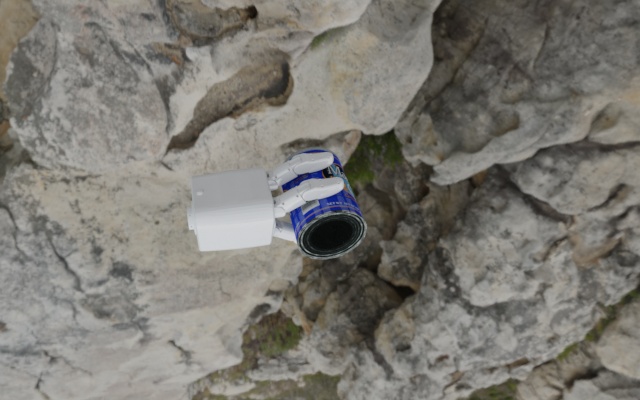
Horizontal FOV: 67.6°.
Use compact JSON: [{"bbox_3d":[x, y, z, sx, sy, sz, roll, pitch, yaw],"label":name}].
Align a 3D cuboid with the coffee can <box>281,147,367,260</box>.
[{"bbox_3d":[0.000,0.002,0.719,0.103,0.140,0.103,-10,-43,-10],"label":"coffee can"}]
